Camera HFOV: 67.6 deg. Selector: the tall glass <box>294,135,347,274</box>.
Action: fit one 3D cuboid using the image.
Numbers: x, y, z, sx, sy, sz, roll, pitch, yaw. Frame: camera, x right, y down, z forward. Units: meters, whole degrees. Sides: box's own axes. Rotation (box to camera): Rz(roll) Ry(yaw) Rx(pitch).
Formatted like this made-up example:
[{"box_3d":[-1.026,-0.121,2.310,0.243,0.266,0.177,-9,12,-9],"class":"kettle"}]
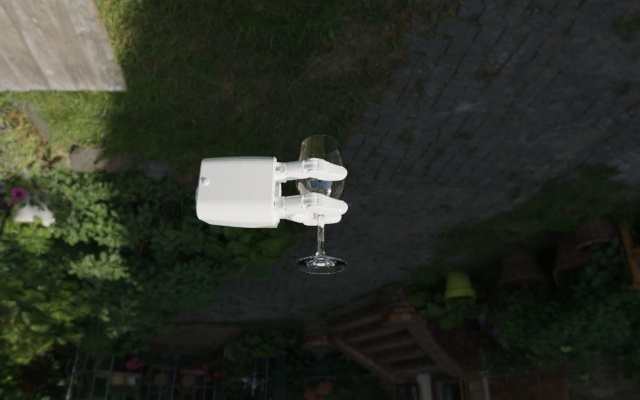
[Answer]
[{"box_3d":[0.000,0.003,0.713,0.079,0.201,0.079,0,-26,0],"class":"tall glass"}]
